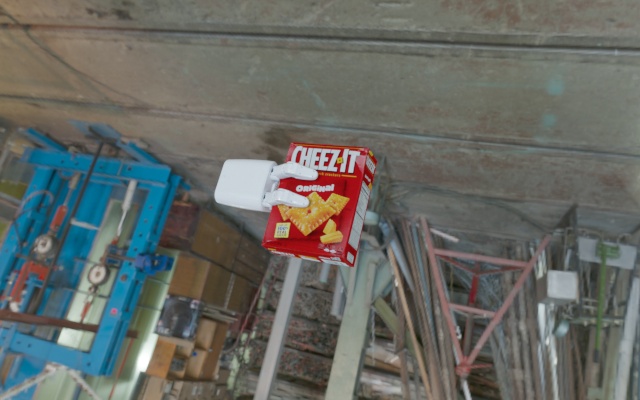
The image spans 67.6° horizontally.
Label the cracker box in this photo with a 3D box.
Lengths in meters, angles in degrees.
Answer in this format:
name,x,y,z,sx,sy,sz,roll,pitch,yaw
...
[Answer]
name,x,y,z,sx,sy,sz,roll,pitch,yaw
cracker box,0.000,0.003,0.886,0.164,0.213,0.072,7,-18,23
